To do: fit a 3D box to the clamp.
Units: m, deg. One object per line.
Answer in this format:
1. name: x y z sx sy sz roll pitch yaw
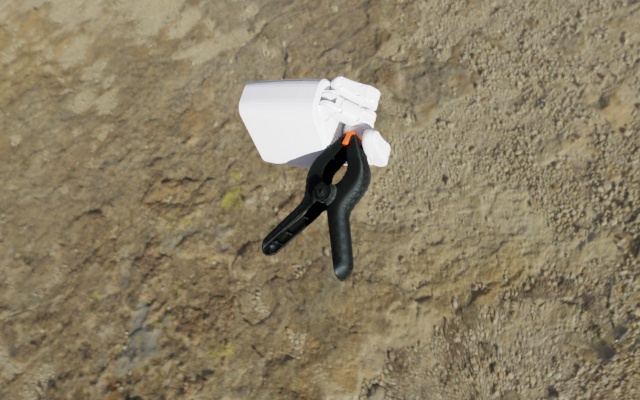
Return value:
1. clamp: 0.000 0.001 0.541 0.120 0.171 0.039 6 -23 28
